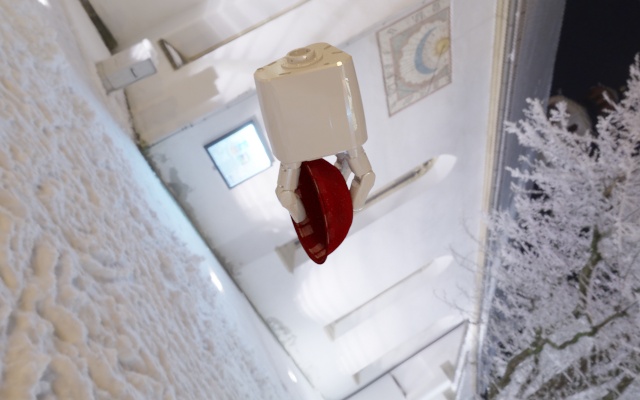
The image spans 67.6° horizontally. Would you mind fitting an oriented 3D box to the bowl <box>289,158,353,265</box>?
[{"bbox_3d":[0.000,0.003,0.645,0.055,0.162,0.162,-15,5,-19],"label":"bowl"}]
